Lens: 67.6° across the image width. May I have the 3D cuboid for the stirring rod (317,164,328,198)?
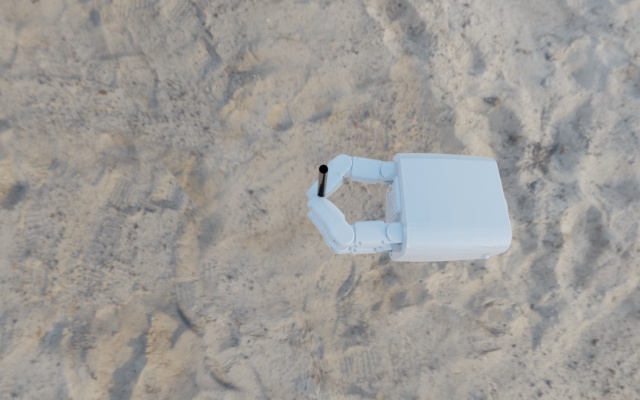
[{"bbox_3d":[0.000,0.002,0.507,0.011,0.011,0.239,0,-13,-1],"label":"stirring rod"}]
